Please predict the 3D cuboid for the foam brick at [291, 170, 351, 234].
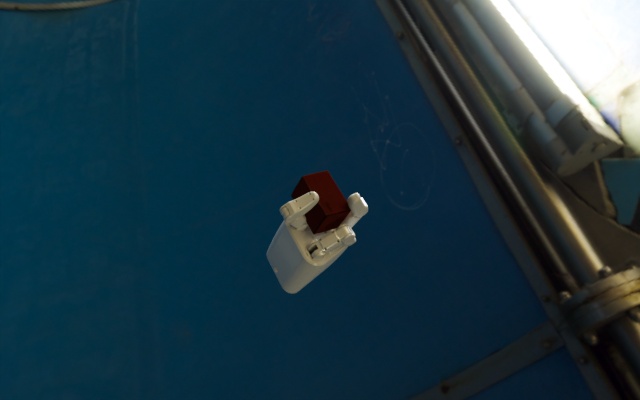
[{"bbox_3d":[0.000,0.002,0.734,0.053,0.078,0.051,-13,-29,-36],"label":"foam brick"}]
